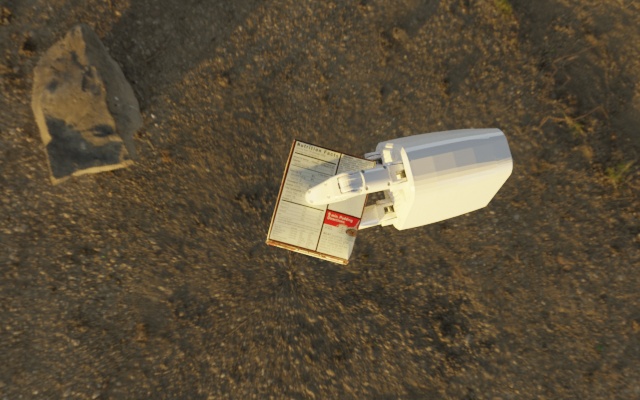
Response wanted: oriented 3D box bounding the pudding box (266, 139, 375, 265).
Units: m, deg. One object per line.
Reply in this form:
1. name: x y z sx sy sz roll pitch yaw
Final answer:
1. pudding box: 0.000 0.002 0.499 0.090 0.113 0.039 16 -10 -3
